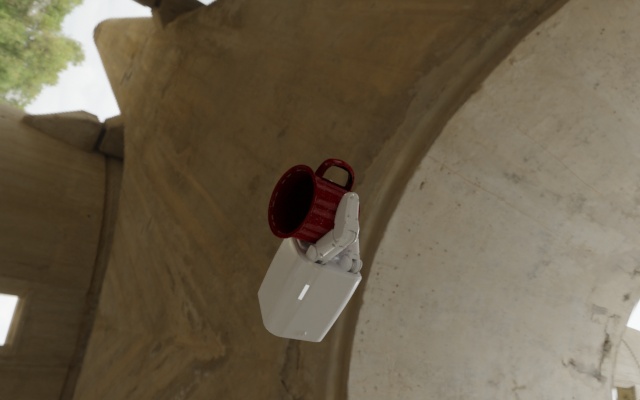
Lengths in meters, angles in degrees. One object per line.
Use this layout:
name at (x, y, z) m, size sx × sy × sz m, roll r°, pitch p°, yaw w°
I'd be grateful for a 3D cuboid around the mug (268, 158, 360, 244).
mug at (0.001, 0.001, 0.592) m, size 0.081 × 0.117 × 0.093 m, roll 21°, pitch 15°, yaw -37°
